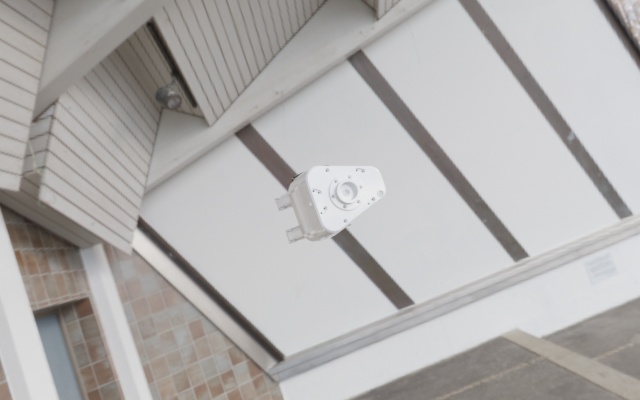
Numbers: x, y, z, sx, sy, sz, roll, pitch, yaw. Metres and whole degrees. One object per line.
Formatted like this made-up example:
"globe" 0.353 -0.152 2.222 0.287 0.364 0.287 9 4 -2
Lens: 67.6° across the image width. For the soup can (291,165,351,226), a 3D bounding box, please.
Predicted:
"soup can" 0.000 0.002 0.762 0.068 0.102 0.068 -19 -4 -1
